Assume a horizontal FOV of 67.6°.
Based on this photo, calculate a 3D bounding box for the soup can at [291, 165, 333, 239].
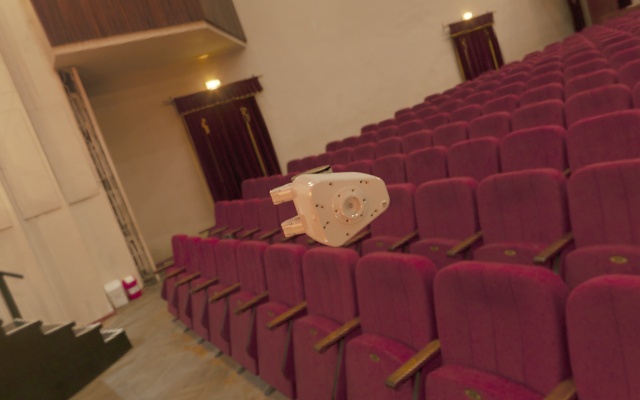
[{"bbox_3d":[0.000,0.002,0.761,0.068,0.102,0.068,-18,9,3],"label":"soup can"}]
